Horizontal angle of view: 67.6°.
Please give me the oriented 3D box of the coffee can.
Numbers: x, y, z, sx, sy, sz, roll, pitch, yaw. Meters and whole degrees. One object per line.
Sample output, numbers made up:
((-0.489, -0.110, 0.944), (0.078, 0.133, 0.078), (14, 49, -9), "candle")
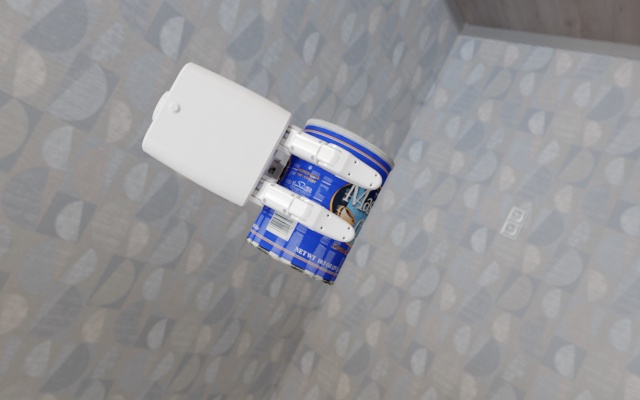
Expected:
((0.000, 0.002, 0.497), (0.103, 0.140, 0.103), (27, -4, 2), "coffee can")
